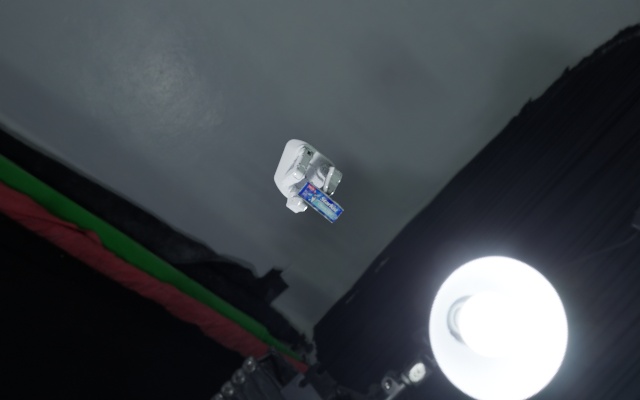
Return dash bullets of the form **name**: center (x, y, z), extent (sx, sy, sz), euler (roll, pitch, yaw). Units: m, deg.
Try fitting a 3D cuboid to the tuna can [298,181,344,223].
- **tuna can**: center (0.000, 0.003, 0.877), extent (0.086, 0.034, 0.086), euler (39, -2, 1)
